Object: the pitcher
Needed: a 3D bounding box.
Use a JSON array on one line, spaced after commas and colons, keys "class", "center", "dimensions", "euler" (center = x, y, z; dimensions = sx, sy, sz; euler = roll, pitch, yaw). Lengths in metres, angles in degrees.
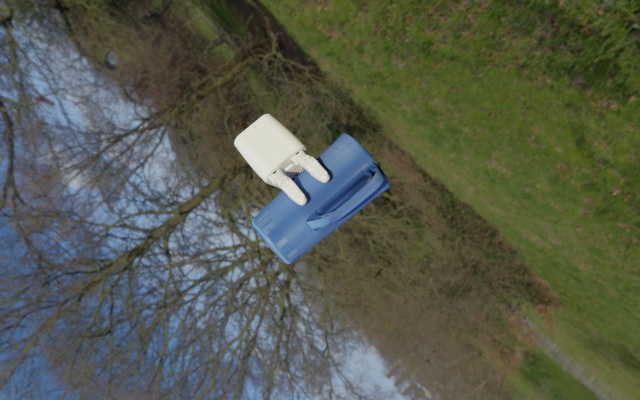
[{"class": "pitcher", "center": [0.000, 0.003, 0.867], "dimensions": [0.243, 0.145, 0.149], "euler": [-41, -21, -6]}]
